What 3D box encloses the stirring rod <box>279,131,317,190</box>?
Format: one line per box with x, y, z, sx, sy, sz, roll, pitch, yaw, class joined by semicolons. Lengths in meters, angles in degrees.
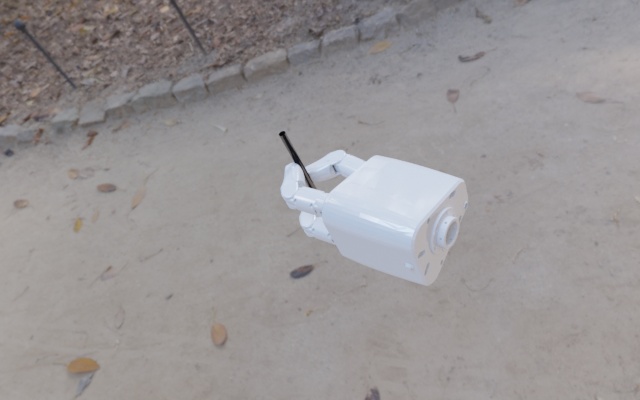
0.000;0.002;0.604;0.011;0.011;0.240;0;-38;26;stirring rod
